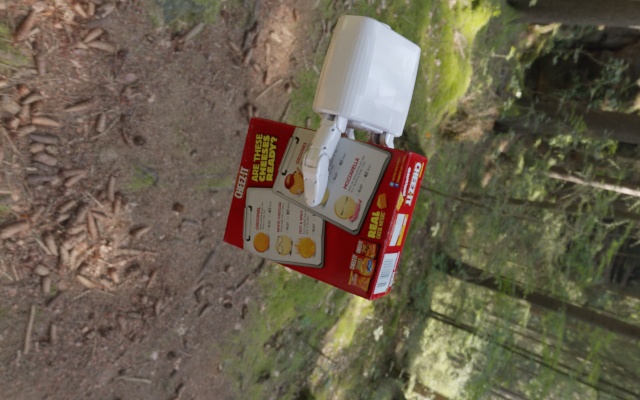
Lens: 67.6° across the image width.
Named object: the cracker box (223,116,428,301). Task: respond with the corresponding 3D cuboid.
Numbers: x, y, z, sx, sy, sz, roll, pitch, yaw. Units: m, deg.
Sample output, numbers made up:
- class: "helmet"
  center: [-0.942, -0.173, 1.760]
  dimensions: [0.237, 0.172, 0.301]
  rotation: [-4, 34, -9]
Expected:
- class: "cracker box"
  center: [0.000, 0.002, 0.568]
  dimensions: [0.213, 0.164, 0.072]
  rotation: [17, 6, 30]
